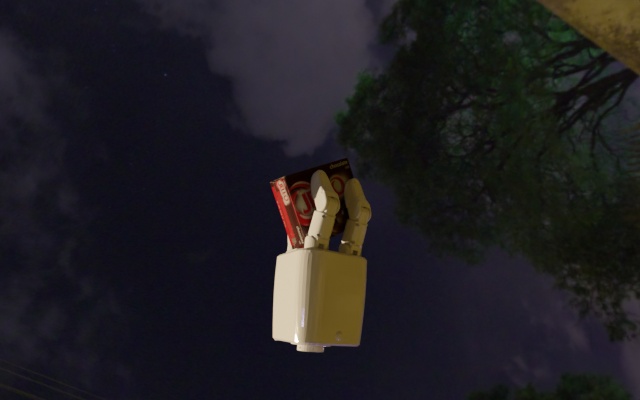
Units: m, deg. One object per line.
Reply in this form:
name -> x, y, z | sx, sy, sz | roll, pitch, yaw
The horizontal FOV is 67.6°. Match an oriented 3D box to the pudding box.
pudding box -> 0.000, 0.002, 0.608 | 0.113, 0.090, 0.039 | -21, 4, -42
